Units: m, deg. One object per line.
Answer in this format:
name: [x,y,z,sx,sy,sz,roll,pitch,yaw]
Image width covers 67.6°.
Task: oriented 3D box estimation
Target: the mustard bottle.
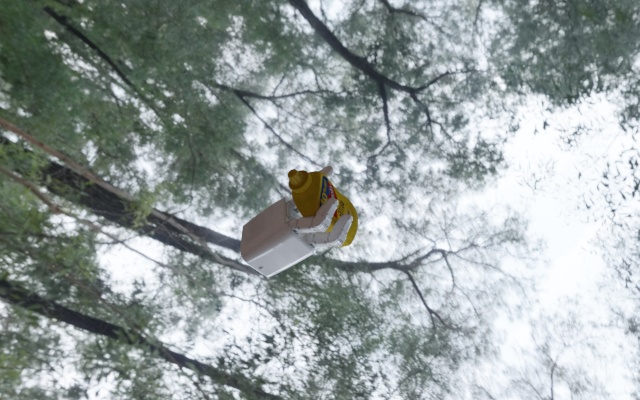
mustard bottle: [0.001,0.003,0.854,0.058,0.096,0.192,-12,-37,30]
